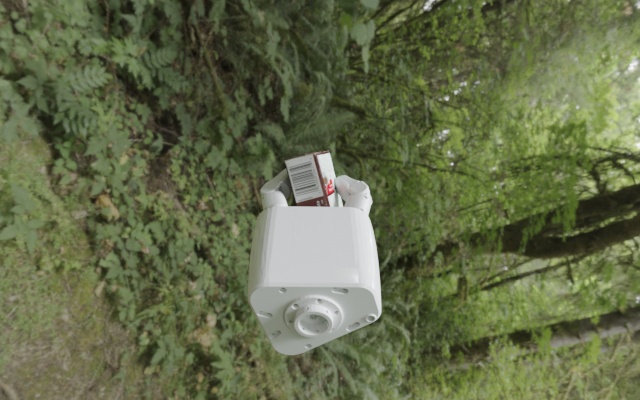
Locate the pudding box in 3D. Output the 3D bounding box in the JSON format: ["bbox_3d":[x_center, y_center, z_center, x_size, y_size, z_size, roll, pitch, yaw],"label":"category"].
[{"bbox_3d":[0.000,0.002,0.540,0.039,0.113,0.090,-12,5,11],"label":"pudding box"}]
